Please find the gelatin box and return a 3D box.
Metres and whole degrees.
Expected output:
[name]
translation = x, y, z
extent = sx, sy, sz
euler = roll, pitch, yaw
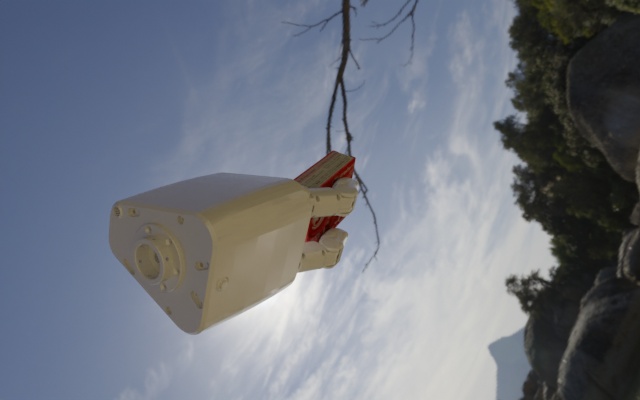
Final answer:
[gelatin box]
translation = 0.000, 0.001, 0.470
extent = 0.030, 0.073, 0.089
euler = 21, 36, 21
